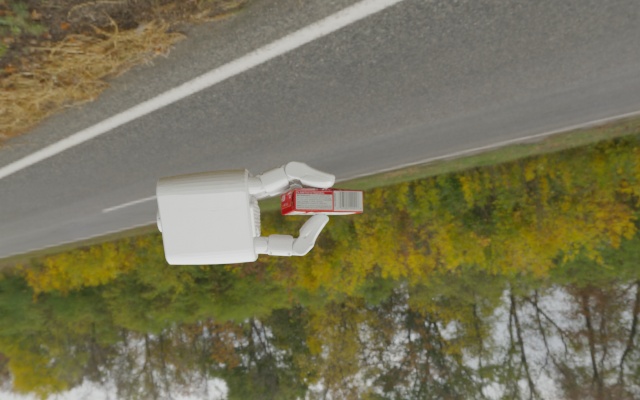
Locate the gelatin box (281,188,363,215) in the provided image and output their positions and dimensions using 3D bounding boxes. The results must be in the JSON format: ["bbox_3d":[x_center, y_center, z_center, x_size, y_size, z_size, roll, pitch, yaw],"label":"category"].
[{"bbox_3d":[0.000,0.002,0.596,0.089,0.030,0.073,1,-5,-15],"label":"gelatin box"}]
